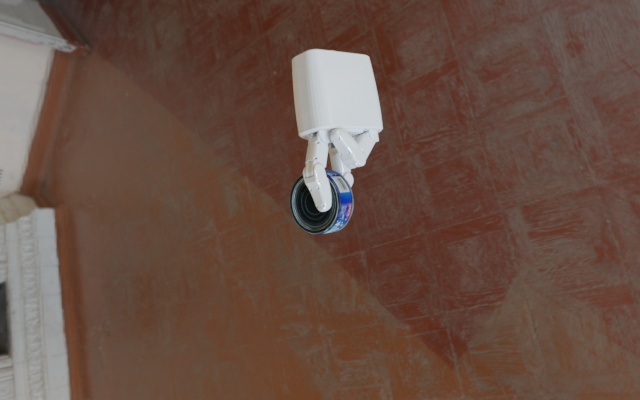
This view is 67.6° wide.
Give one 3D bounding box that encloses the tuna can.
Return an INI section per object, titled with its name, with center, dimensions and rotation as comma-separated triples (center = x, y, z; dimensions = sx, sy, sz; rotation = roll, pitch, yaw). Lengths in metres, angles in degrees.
[tuna can]
center = 0.000, 0.002, 0.635
dimensions = 0.086, 0.086, 0.034
rotation = 0, 4, 38
